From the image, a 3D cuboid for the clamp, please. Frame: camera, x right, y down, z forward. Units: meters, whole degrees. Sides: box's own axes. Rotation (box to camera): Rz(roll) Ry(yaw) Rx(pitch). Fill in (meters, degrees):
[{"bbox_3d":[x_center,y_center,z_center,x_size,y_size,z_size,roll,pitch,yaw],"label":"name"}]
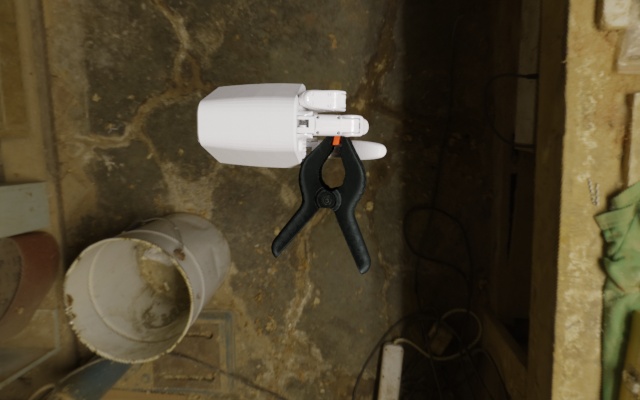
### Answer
[{"bbox_3d":[0.000,0.002,0.560,0.120,0.171,0.039,1,8,3],"label":"clamp"}]
